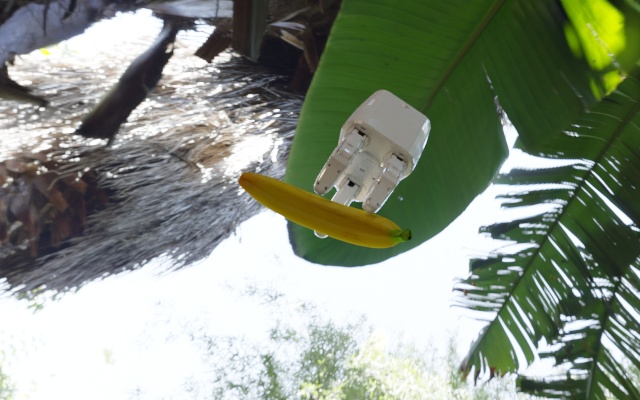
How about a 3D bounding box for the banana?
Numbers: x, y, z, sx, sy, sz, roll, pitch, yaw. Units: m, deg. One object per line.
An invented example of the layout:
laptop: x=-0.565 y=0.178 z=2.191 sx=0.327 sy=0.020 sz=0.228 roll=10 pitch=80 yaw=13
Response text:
banana: x=0.006 y=0.012 z=0.517 sx=0.198 sy=0.037 sz=0.070 roll=17 pitch=-26 yaw=18
